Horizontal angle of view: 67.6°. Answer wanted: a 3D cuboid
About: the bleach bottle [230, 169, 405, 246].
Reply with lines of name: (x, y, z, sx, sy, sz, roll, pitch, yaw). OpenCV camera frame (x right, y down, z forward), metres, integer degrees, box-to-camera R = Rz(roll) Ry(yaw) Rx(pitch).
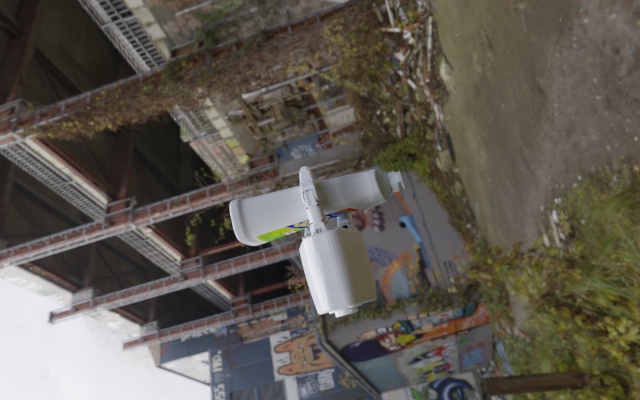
bleach bottle: (0.000, 0.002, 0.714, 0.251, 0.068, 0.102, -17, -13, 8)
